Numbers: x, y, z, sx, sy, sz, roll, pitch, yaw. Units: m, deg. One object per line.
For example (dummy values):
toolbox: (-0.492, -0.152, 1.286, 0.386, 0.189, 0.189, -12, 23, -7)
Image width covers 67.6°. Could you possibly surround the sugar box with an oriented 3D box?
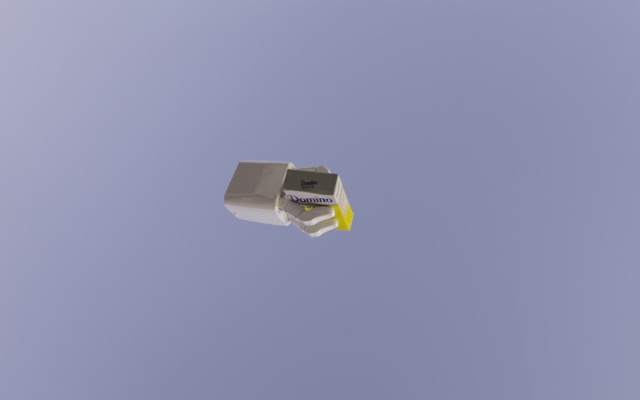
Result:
sugar box: (0.000, 0.003, 0.863, 0.093, 0.048, 0.176, 7, -19, 16)
